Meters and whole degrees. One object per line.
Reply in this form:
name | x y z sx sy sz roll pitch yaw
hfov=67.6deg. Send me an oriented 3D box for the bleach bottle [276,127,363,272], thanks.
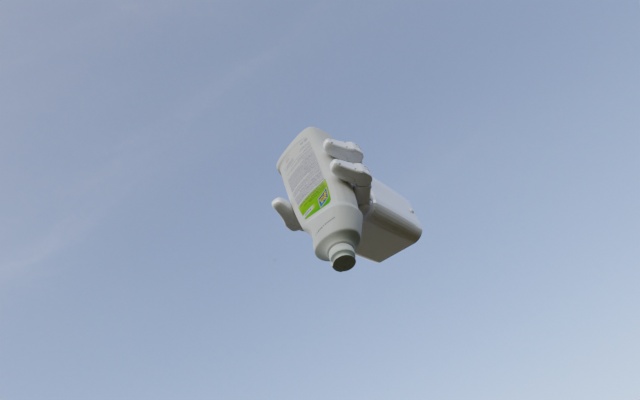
bleach bottle | 0.000 0.002 0.655 0.068 0.102 0.250 26 29 -29
